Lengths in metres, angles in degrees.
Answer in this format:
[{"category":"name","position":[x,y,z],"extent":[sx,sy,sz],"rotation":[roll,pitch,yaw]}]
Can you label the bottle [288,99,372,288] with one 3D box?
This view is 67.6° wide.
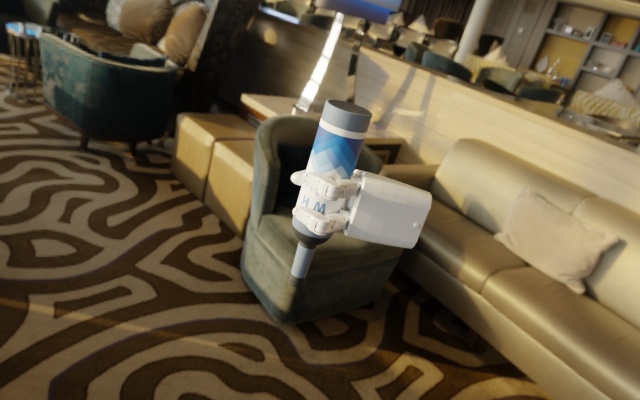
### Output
[{"category":"bottle","position":[0.000,0.002,0.710],"extent":[0.069,0.296,0.069],"rotation":[14,23,-6]}]
